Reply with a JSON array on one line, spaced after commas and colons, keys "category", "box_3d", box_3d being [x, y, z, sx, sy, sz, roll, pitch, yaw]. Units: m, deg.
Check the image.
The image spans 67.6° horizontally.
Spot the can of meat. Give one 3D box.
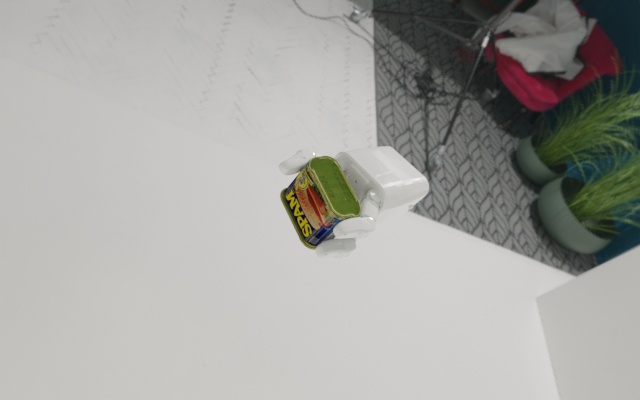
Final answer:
[{"category": "can of meat", "box_3d": [0.000, 0.002, 0.649, 0.057, 0.102, 0.084, -11, -25, -39]}]
